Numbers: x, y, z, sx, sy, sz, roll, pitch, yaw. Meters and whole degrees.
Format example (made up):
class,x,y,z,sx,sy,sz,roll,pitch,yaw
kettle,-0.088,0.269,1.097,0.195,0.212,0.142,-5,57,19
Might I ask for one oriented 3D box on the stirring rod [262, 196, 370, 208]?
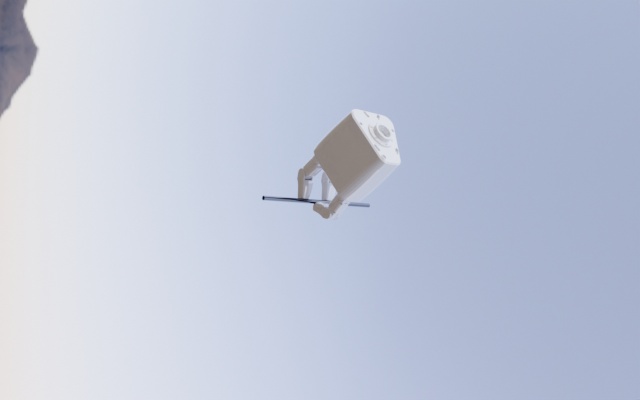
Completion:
class,x,y,z,sx,sy,sz,roll,pitch,yaw
stirring rod,0.000,0.003,0.856,0.239,0.011,0.011,4,-3,-39
